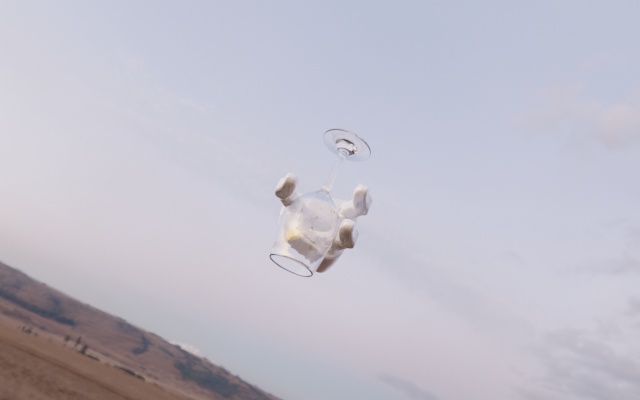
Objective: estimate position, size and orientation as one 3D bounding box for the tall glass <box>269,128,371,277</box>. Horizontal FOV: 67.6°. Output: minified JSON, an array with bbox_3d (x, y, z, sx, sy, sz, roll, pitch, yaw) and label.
[{"bbox_3d":[0.000,0.001,0.656,0.079,0.201,0.079,21,-24,10],"label":"tall glass"}]
